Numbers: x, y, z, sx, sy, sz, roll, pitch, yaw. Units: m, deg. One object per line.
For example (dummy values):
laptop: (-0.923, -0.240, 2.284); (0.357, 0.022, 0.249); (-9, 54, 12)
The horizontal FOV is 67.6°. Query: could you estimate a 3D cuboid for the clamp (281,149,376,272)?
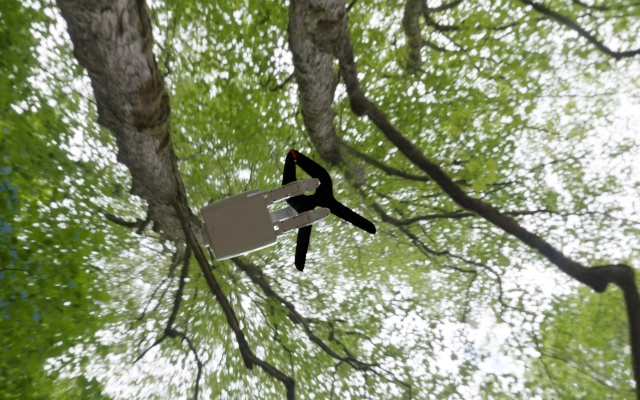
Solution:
clamp: (0.000, 0.003, 0.854); (0.164, 0.210, 0.036); (-18, -6, -19)
